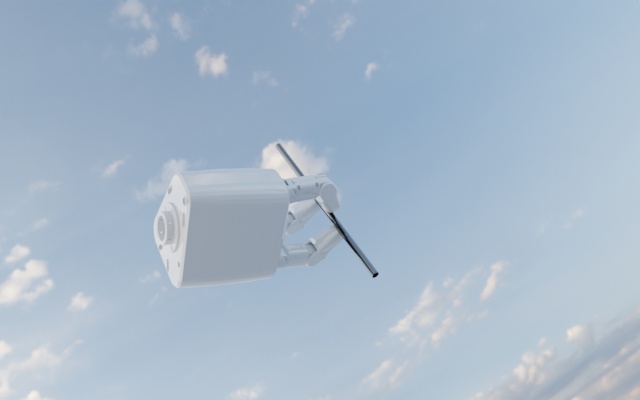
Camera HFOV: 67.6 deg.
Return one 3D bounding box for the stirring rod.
[{"bbox_3d":[0.000,0.002,0.569,0.011,0.011,0.239,0,39,-38],"label":"stirring rod"}]
